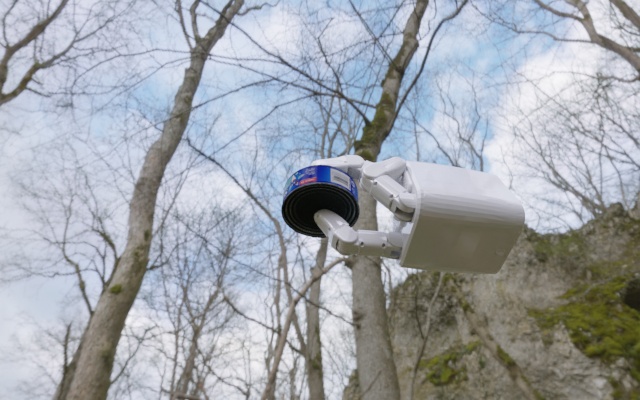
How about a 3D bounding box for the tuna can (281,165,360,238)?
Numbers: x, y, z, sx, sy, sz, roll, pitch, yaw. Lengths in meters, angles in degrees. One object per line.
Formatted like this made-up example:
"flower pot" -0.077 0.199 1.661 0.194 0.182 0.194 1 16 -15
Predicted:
"tuna can" 0.000 0.001 0.533 0.086 0.086 0.033 0 45 0
